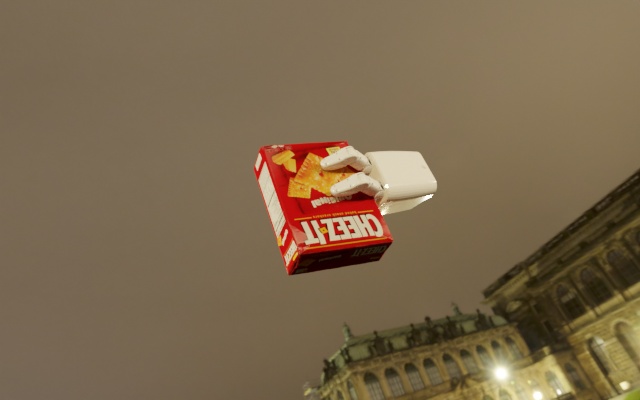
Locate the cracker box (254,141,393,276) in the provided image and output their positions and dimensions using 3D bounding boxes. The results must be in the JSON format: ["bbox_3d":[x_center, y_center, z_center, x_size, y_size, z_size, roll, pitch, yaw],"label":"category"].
[{"bbox_3d":[0.000,0.003,0.778,0.164,0.213,0.072,-6,-35,-25],"label":"cracker box"}]
